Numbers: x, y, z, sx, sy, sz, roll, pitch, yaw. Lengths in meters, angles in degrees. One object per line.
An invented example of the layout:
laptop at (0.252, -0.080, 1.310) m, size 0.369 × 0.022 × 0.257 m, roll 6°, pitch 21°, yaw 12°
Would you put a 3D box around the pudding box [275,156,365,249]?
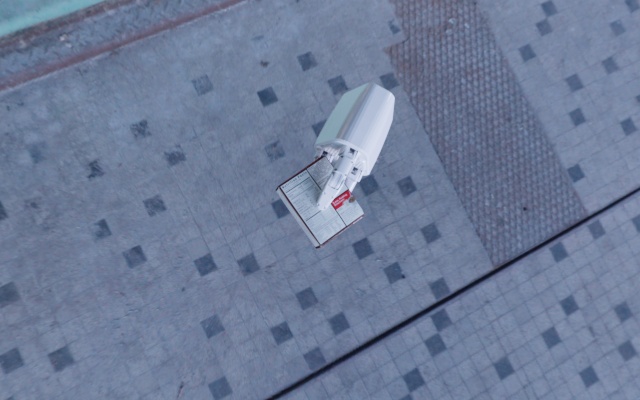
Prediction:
pudding box at (0.000, 0.002, 0.723) m, size 0.090 × 0.113 × 0.039 m, roll -35°, pitch -2°, yaw -13°
